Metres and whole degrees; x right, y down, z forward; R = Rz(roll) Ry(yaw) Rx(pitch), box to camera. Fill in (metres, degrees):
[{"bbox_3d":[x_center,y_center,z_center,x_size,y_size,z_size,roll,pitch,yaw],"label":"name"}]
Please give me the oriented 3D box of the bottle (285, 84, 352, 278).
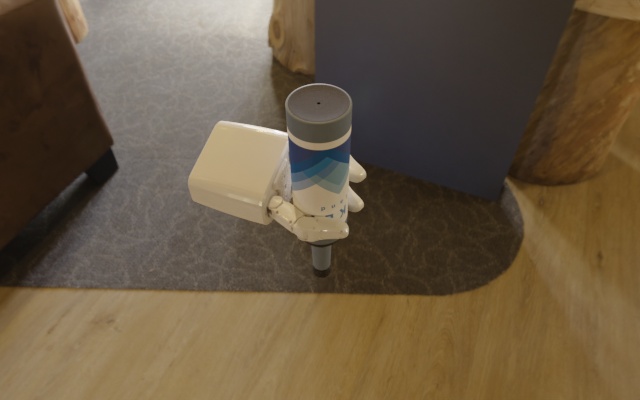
[{"bbox_3d":[0.000,0.002,0.581,0.069,0.069,0.296,0,-42,1],"label":"bottle"}]
